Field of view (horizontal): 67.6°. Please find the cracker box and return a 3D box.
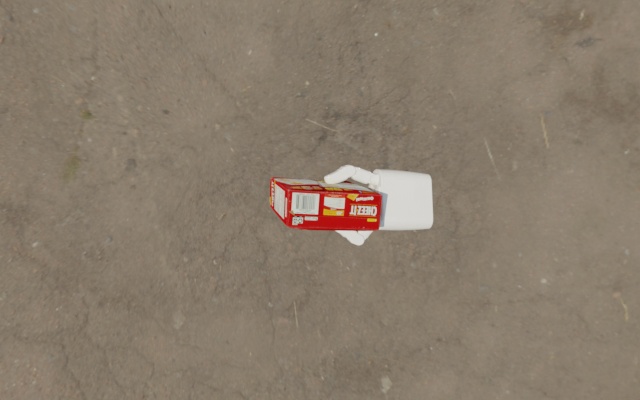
[{"bbox_3d":[0.000,0.003,0.887,0.164,0.072,0.213,2,7,-14],"label":"cracker box"}]
